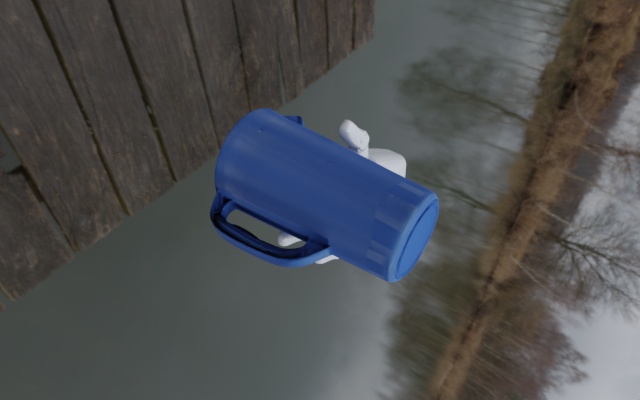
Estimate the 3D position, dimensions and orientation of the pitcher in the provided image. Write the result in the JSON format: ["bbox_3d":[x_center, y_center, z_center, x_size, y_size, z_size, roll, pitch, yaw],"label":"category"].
[{"bbox_3d":[0.000,0.002,0.552,0.243,0.149,0.145,27,18,25],"label":"pitcher"}]
